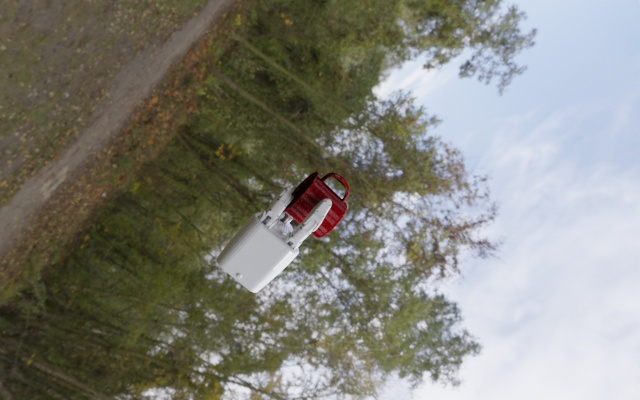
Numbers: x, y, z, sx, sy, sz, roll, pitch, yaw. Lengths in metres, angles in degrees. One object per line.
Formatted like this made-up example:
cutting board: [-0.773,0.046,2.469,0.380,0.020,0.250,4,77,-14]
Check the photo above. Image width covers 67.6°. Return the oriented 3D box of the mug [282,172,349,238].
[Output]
mug: [0.001,0.002,0.827,0.081,0.117,0.093,42,16,-13]
